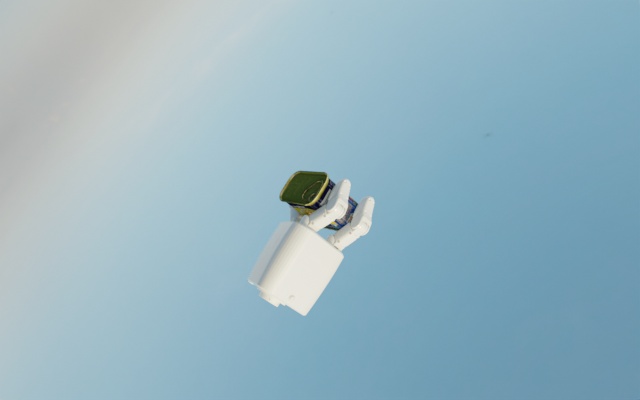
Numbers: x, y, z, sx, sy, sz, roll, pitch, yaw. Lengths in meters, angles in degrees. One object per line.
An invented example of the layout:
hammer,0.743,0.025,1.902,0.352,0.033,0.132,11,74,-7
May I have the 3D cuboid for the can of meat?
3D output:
can of meat,0.000,0.003,0.729,0.084,0.057,0.102,40,-18,-31
